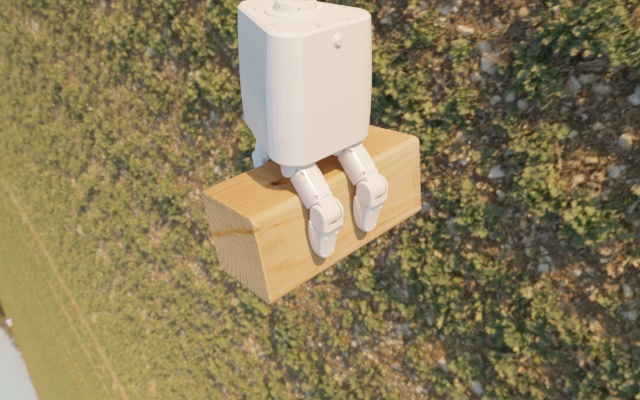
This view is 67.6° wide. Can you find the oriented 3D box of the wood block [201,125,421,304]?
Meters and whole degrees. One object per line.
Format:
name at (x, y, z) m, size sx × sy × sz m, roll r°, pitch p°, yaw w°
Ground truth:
wood block at (0.000, 0.001, 0.481) m, size 0.206 × 0.090 × 0.091 m, roll -27°, pitch 33°, yaw -32°
